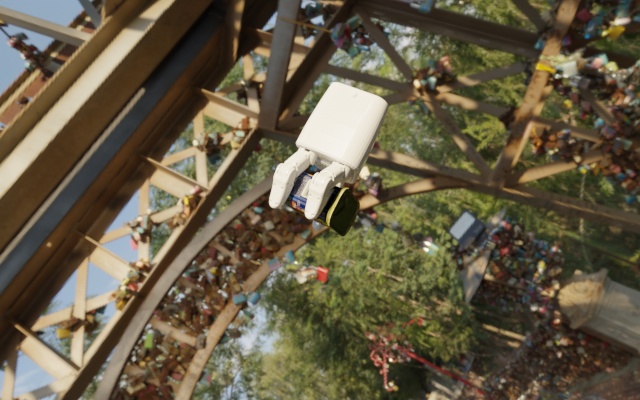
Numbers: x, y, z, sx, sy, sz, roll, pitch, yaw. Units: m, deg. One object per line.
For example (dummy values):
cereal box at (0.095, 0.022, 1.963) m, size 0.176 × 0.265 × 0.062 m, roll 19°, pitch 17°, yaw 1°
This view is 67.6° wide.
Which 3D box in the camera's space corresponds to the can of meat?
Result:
can of meat at (0.000, 0.002, 0.678) m, size 0.084 × 0.057 × 0.102 m, roll 25°, pitch -7°, yaw 22°
